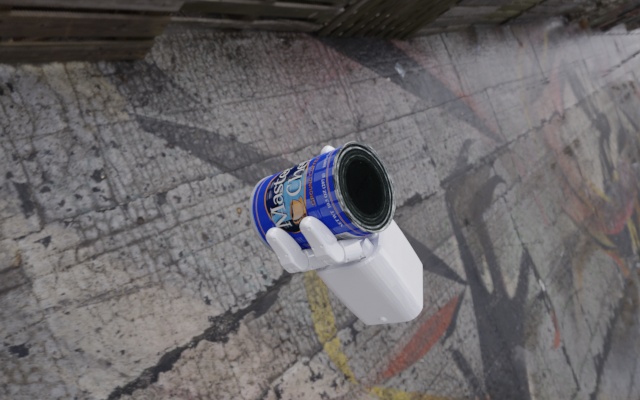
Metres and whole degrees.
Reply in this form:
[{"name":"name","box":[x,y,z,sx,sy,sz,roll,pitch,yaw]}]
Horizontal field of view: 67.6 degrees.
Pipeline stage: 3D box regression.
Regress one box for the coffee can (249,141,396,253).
[{"name":"coffee can","box":[0.000,0.002,0.554,0.140,0.103,0.103,-19,-13,41]}]
